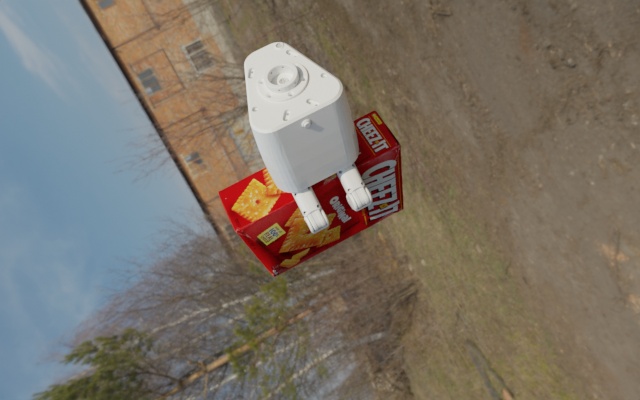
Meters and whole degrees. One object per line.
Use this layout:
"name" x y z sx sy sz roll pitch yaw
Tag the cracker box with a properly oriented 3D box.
"cracker box" 0.000 0.002 0.618 0.213 0.072 0.164 -27 -30 -4
